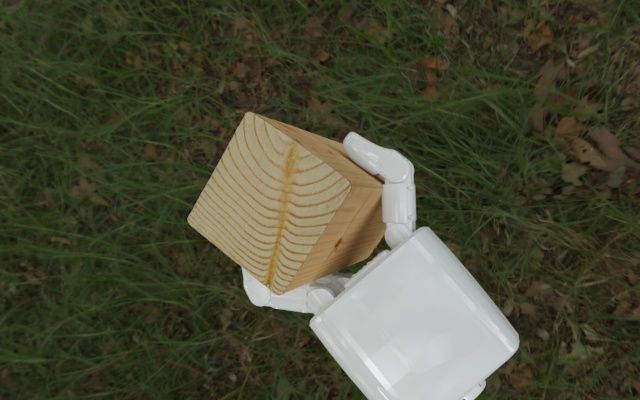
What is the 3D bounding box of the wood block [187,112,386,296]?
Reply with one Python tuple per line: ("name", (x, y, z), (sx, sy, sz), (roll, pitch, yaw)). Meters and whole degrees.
("wood block", (0.000, 0.001, 0.404), (0.090, 0.091, 0.206), (36, 12, 17))
